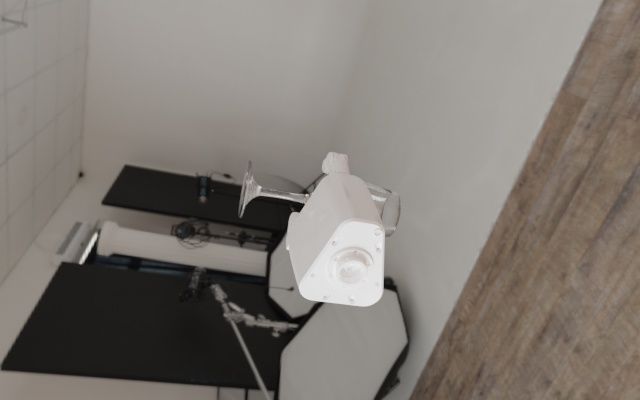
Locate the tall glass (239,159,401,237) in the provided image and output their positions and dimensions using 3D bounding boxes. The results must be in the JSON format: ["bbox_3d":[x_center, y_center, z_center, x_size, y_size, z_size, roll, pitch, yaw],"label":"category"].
[{"bbox_3d":[-0.001,0.002,0.620,0.201,0.079,0.079,10,-2,-14],"label":"tall glass"}]
